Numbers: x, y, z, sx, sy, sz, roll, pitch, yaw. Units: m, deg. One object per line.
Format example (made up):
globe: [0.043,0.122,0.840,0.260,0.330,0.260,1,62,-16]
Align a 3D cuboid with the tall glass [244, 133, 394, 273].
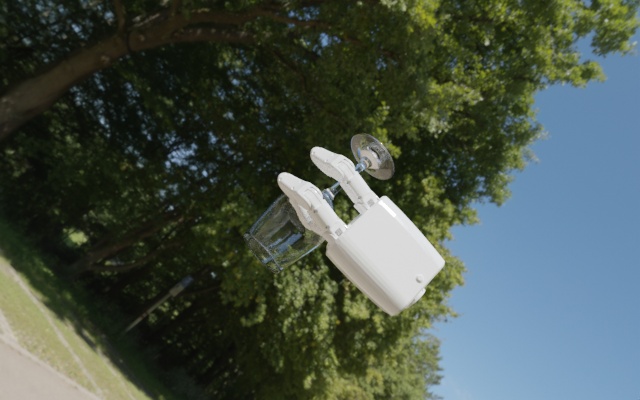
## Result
tall glass: [0.000,0.001,0.594,0.201,0.079,0.079,-41,18,-23]
